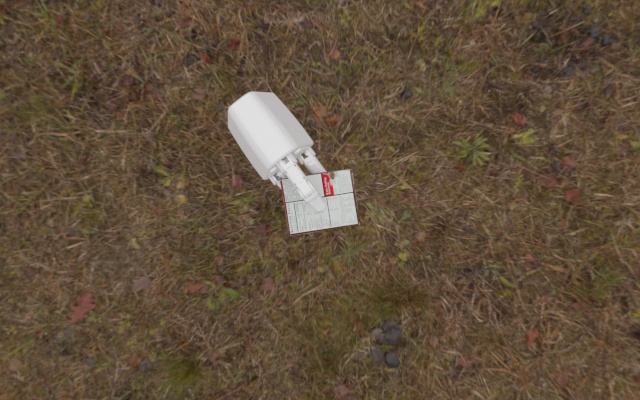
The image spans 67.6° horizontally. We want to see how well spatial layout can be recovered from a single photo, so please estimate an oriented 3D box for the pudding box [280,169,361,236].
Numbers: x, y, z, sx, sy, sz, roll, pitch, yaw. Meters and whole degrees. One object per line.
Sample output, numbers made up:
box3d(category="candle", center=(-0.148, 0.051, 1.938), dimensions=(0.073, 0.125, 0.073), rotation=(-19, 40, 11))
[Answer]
box3d(category="pudding box", center=(0.000, 0.002, 0.738), dimensions=(0.113, 0.090, 0.039), rotation=(-9, 0, 4))
